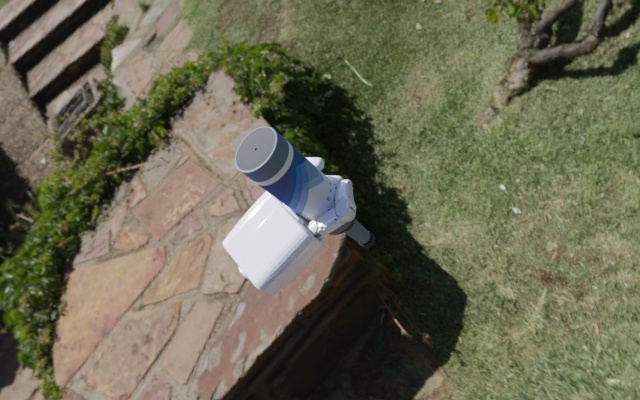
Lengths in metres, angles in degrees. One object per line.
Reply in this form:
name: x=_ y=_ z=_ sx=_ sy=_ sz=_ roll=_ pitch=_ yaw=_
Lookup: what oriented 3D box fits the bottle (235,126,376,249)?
bottle: x=0.000 y=0.002 z=0.687 sx=0.069 sy=0.069 sz=0.296 roll=0 pitch=-26 yaw=37
